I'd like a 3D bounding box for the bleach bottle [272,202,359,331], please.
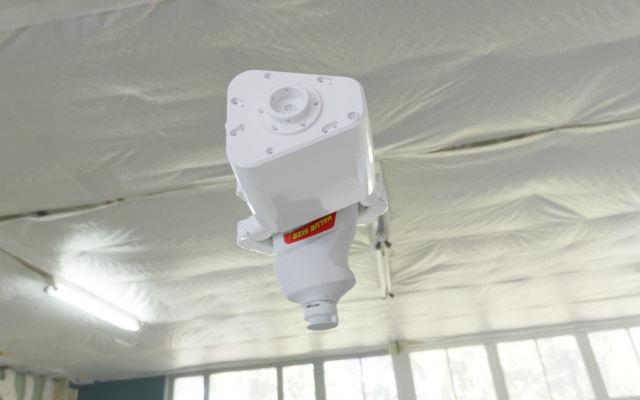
[{"bbox_3d":[0.000,0.002,0.483,0.102,0.250,0.068,-8,-29,5],"label":"bleach bottle"}]
